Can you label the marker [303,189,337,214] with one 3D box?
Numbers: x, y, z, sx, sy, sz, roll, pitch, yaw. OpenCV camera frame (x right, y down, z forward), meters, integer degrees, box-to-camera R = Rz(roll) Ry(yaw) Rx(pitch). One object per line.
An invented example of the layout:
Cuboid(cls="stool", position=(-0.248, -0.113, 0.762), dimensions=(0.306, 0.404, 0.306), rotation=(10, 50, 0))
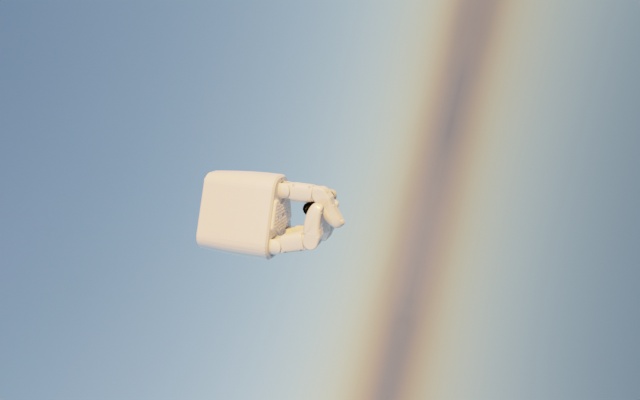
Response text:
Cuboid(cls="marker", position=(0.000, 0.002, 0.674), dimensions=(0.020, 0.020, 0.121), rotation=(0, 10, 16))
